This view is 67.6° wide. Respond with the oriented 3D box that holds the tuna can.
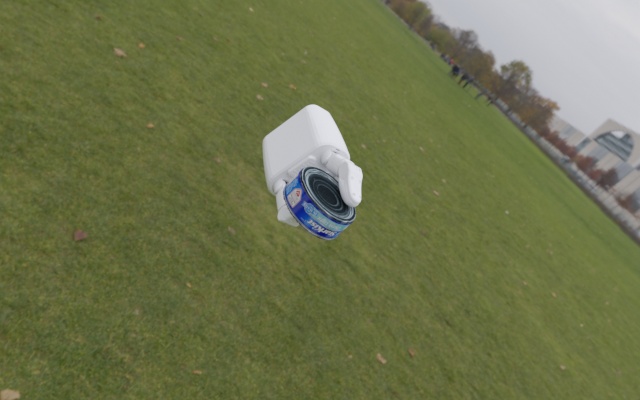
[{"bbox_3d":[0.000,0.002,0.553,0.034,0.086,0.086,-44,-23,26],"label":"tuna can"}]
